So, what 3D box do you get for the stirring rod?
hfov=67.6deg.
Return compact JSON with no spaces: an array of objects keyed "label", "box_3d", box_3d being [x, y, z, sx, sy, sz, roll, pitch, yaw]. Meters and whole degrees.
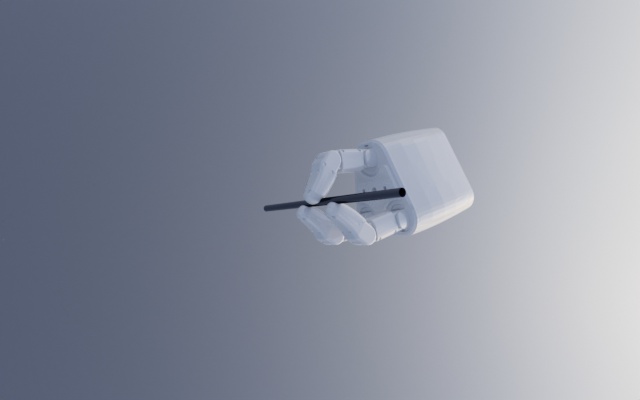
[{"label":"stirring rod","box_3d":[0.000,0.002,0.486,0.011,0.011,0.239,0,-4,-34]}]
